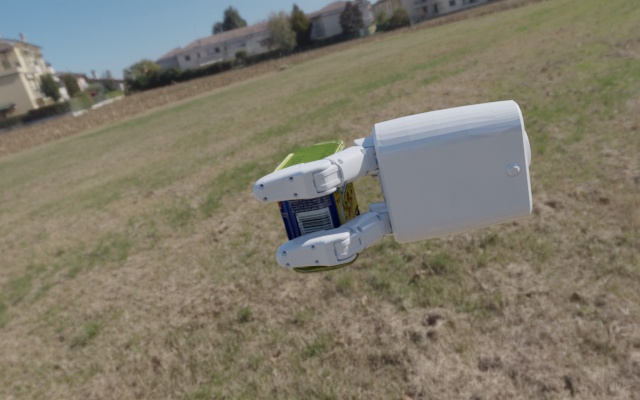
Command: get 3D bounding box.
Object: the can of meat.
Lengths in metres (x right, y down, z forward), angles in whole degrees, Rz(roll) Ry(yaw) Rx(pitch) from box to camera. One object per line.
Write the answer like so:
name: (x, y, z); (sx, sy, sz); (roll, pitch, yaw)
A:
can of meat: (0.000, 0.001, 0.415); (0.057, 0.084, 0.102); (-9, 19, 14)
